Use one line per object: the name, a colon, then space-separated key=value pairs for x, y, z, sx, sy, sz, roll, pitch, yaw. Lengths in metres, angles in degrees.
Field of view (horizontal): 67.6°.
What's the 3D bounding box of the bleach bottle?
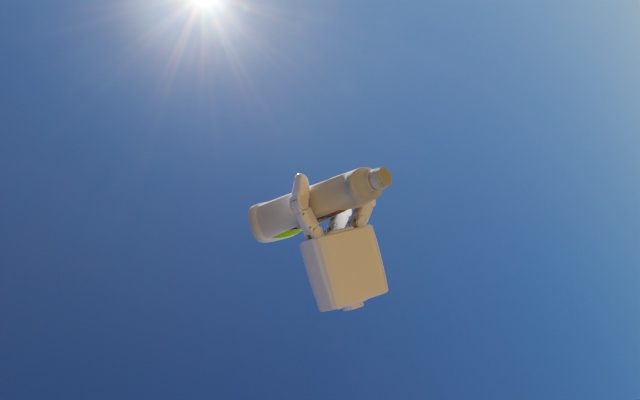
bleach bottle: x=0.000 y=0.002 z=0.746 sx=0.102 sy=0.068 sz=0.251 roll=-8 pitch=-11 yaw=-46
